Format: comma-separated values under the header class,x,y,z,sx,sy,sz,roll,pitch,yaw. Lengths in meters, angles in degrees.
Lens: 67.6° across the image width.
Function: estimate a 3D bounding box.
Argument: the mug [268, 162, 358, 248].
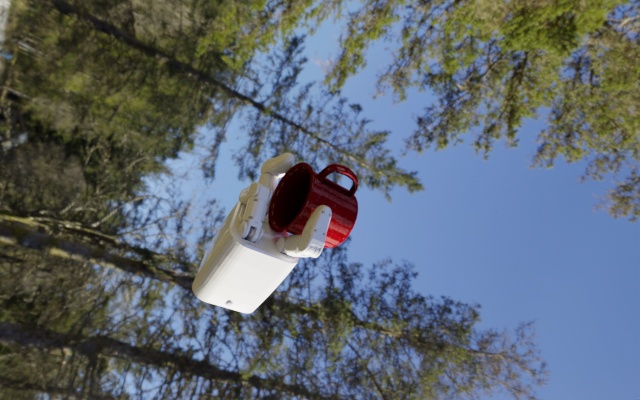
class,x,y,z,sx,sy,sz,roll,pitch,yaw
mug,0.001,0.001,0.599,0.081,0.117,0.093,26,28,-30
